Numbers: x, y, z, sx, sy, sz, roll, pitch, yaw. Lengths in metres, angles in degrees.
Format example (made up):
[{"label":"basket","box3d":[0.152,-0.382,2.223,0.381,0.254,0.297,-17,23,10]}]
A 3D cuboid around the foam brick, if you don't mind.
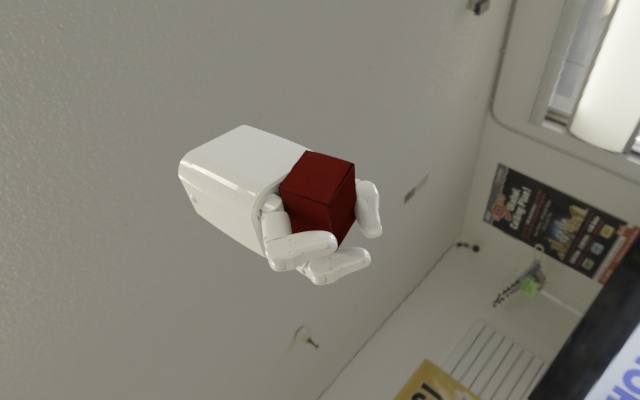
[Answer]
[{"label":"foam brick","box3d":[0.000,0.001,0.445,0.051,0.053,0.078,21,-34,22]}]
